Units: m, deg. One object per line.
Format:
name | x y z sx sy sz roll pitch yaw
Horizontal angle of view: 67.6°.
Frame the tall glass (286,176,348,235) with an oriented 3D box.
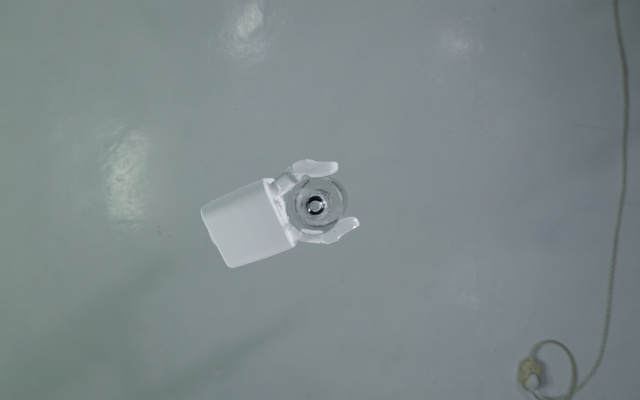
tall glass | 0.000 0.002 0.711 0.079 0.079 0.201 0 3 5
